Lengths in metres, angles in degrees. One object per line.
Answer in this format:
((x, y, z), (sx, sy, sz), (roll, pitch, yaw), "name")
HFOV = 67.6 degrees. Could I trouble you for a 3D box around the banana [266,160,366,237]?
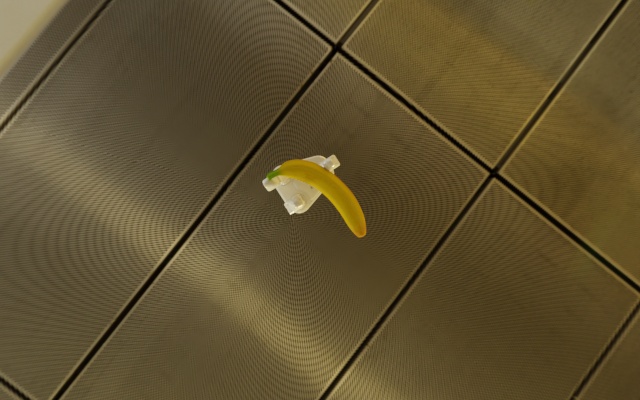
((0.007, -0.015, 0.816), (0.198, 0.069, 0.037), (32, -2, -6), "banana")
